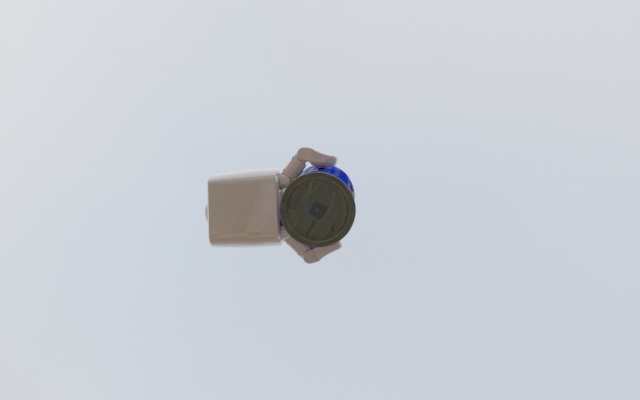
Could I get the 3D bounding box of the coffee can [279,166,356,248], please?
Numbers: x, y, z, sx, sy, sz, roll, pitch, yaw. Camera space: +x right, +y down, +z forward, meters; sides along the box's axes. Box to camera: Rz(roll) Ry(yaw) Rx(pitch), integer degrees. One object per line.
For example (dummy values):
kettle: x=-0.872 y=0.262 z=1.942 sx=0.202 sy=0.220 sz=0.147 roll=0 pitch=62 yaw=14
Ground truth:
coffee can: x=0.000 y=0.002 z=0.703 sx=0.103 sy=0.103 sz=0.140 roll=0 pitch=9 yaw=4
